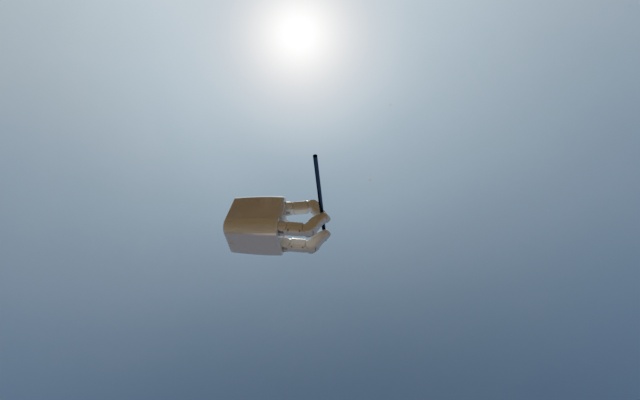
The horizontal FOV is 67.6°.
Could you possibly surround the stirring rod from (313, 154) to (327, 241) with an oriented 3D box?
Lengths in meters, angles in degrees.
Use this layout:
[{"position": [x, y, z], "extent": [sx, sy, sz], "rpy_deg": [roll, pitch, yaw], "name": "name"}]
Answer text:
[{"position": [0.000, 0.003, 0.889], "extent": [0.011, 0.011, 0.240], "rpy_deg": [0, -40, 6], "name": "stirring rod"}]
